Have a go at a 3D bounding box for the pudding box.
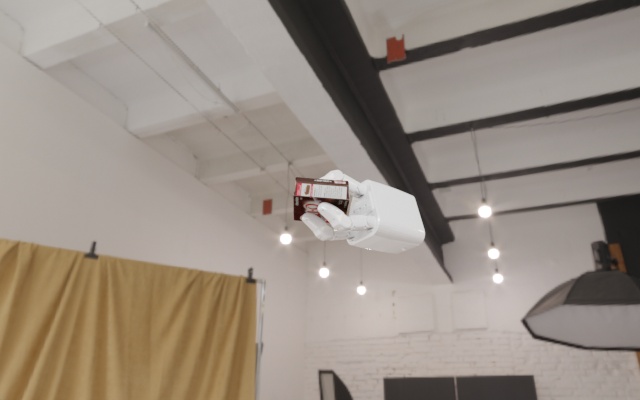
[{"bbox_3d":[0.000,0.002,0.799,0.090,0.039,0.113,3,-25,-1],"label":"pudding box"}]
